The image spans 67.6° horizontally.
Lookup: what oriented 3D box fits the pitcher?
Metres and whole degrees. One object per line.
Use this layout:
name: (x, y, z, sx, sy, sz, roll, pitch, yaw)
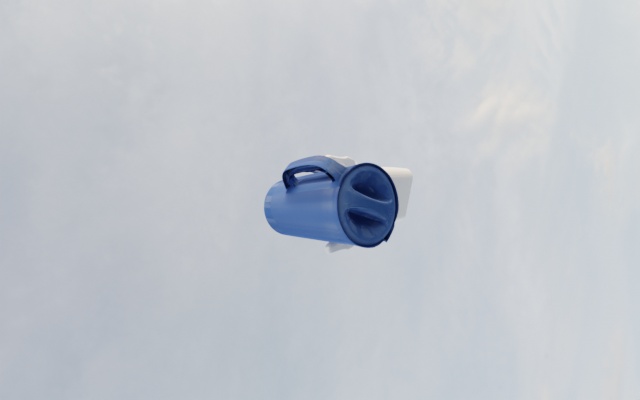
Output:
pitcher: (0.000, 0.003, 0.826, 0.145, 0.149, 0.243, -6, 2, -38)
